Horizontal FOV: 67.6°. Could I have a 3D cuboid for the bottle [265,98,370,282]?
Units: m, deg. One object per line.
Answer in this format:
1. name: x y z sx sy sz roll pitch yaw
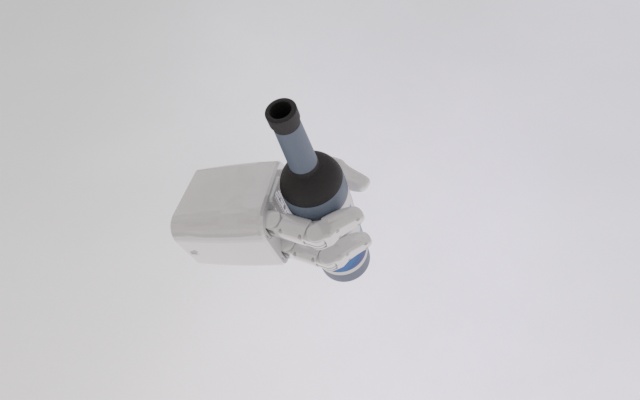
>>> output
1. bottle: 0.000 0.002 0.511 0.069 0.069 0.296 0 -31 15
